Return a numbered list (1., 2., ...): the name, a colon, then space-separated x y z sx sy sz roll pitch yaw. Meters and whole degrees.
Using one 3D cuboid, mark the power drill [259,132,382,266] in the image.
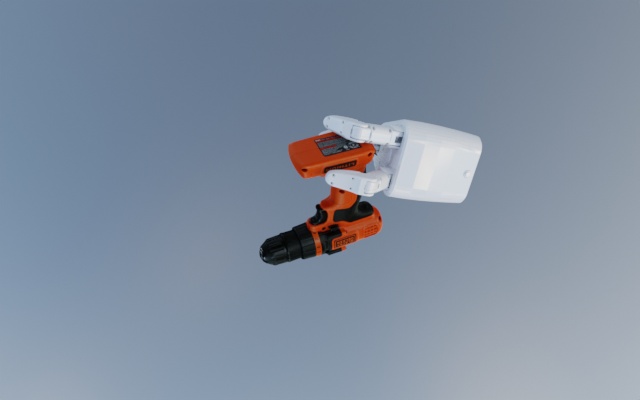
1. power drill: 0.000 0.002 0.637 0.184 0.188 0.057 -18 49 -16
